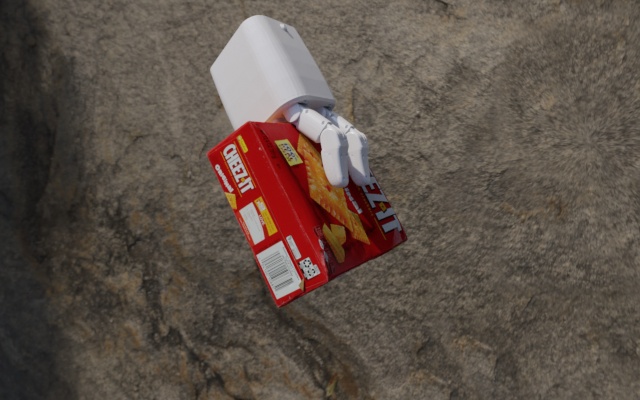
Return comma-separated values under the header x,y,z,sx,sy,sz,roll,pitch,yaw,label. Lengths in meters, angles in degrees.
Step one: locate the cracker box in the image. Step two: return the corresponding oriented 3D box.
x,y,z,sx,sy,sz,roll,pitch,yaw,label
0.000,0.002,0.520,0.072,0.164,0.213,-31,-10,29,cracker box
